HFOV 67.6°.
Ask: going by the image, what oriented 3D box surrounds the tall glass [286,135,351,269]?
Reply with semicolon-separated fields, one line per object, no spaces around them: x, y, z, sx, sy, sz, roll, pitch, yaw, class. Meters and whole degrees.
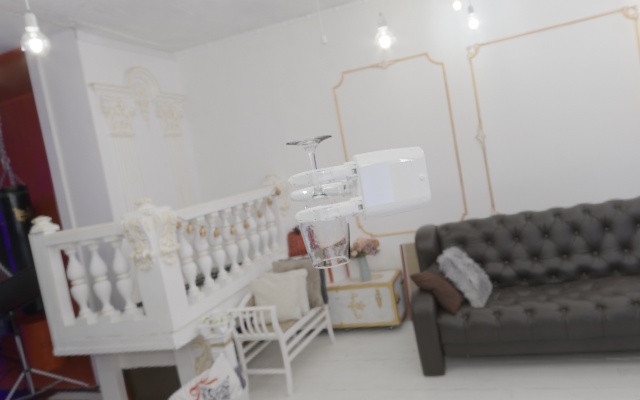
0.000;0.002;0.753;0.079;0.201;0.079;-10;4;1;tall glass
